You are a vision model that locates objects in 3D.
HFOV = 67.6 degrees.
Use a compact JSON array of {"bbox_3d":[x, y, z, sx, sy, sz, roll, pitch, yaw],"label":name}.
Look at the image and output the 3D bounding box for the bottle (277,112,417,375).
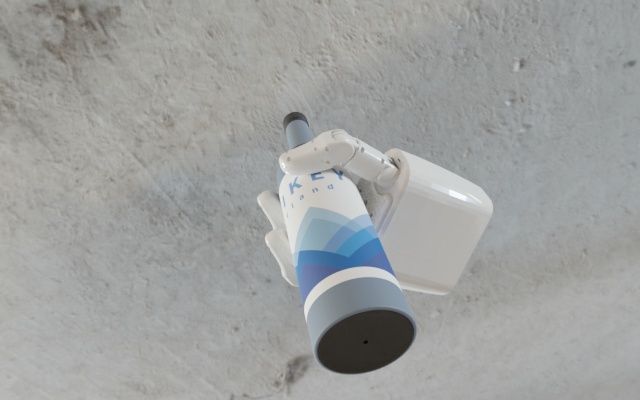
[{"bbox_3d":[0.000,0.001,0.409,0.069,0.069,0.295,0,36,-14],"label":"bottle"}]
